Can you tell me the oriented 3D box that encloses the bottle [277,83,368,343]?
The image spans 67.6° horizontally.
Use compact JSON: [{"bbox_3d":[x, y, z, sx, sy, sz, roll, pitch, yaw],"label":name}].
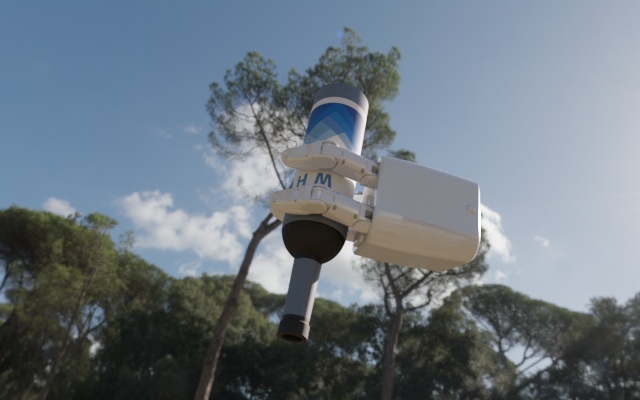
[{"bbox_3d":[0.000,0.001,0.503,0.069,0.295,0.069,8,-33,6],"label":"bottle"}]
